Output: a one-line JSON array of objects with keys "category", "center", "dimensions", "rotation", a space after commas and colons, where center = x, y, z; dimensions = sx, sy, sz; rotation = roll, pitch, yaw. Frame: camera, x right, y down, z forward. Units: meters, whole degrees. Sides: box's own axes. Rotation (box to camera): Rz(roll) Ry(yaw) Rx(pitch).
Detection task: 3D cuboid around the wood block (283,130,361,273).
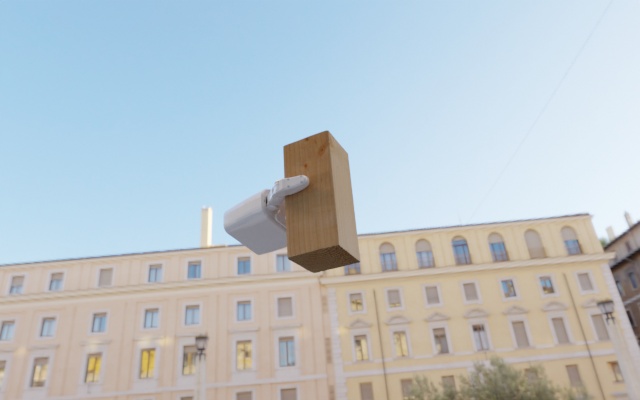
[{"category": "wood block", "center": [0.000, 0.002, 0.790], "dimensions": [0.090, 0.206, 0.091], "rotation": [-17, -29, 22]}]
